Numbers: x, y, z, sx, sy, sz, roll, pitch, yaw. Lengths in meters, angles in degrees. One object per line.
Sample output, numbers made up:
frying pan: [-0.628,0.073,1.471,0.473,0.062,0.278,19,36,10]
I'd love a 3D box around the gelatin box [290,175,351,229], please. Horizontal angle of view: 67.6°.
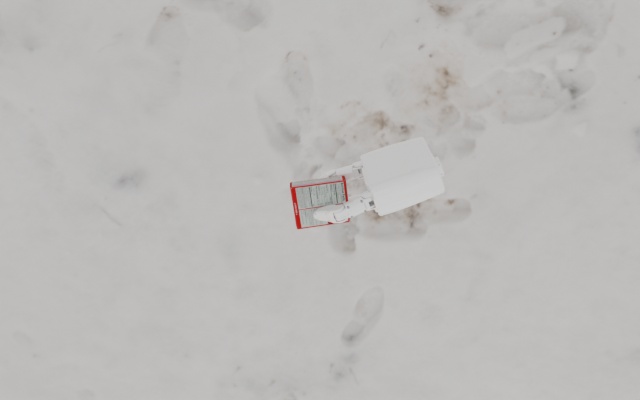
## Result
gelatin box: [0.000,0.003,0.762,0.089,0.073,0.030,-8,22,-1]
